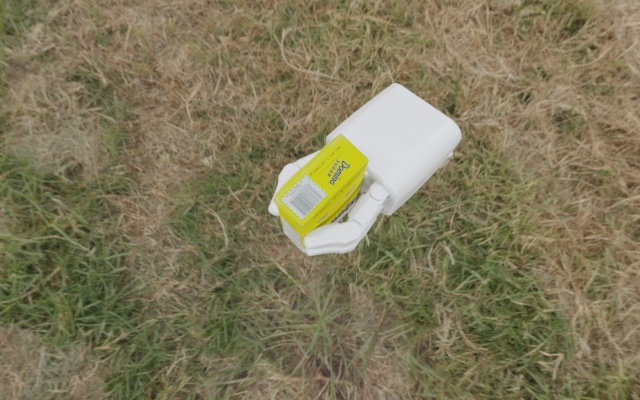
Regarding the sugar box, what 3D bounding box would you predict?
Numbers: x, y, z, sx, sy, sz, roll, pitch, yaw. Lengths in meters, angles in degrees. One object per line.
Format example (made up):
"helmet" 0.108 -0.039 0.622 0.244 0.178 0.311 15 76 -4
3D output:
"sugar box" 0.001 0.002 0.525 0.093 0.048 0.176 -44 -12 -10
